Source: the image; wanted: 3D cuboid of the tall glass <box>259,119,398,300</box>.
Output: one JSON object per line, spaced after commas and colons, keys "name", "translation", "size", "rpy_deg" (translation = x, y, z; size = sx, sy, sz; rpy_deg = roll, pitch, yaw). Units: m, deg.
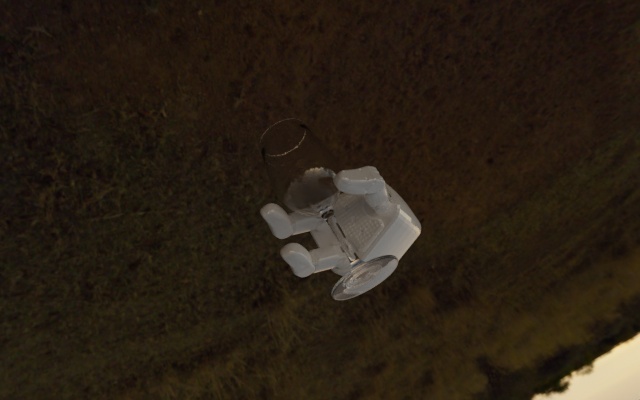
{"name": "tall glass", "translation": [0.000, 0.002, 0.513], "size": [0.079, 0.201, 0.079], "rpy_deg": [-23, -30, -14]}
